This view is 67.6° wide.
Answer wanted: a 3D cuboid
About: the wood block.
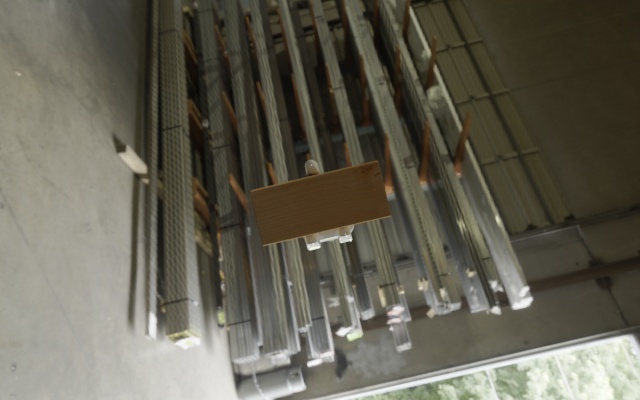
[{"bbox_3d":[0.000,0.002,0.781,0.206,0.091,0.090,-14,4,2],"label":"wood block"}]
